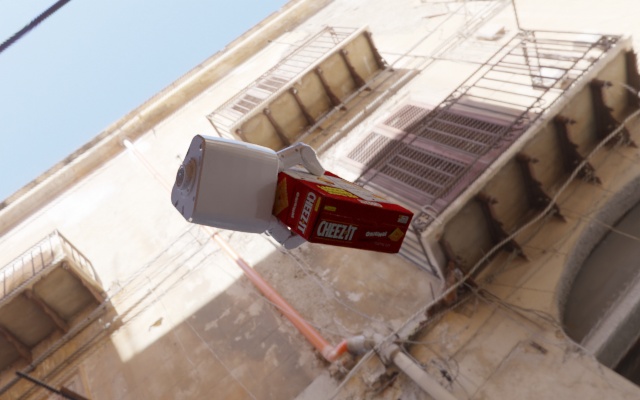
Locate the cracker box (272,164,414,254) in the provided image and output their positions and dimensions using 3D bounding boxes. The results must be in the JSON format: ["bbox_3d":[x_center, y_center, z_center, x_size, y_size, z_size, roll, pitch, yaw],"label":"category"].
[{"bbox_3d":[0.000,0.002,0.698,0.164,0.072,0.213,10,13,-37],"label":"cracker box"}]
